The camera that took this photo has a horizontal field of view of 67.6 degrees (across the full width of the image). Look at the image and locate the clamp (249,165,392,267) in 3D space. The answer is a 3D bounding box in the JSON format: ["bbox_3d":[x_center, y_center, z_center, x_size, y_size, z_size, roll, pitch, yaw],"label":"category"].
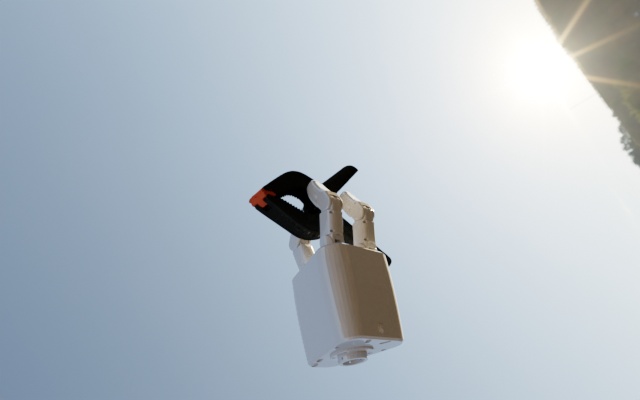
[{"bbox_3d":[-0.001,0.003,0.620,0.210,0.164,0.036,17,-43,-39],"label":"clamp"}]
